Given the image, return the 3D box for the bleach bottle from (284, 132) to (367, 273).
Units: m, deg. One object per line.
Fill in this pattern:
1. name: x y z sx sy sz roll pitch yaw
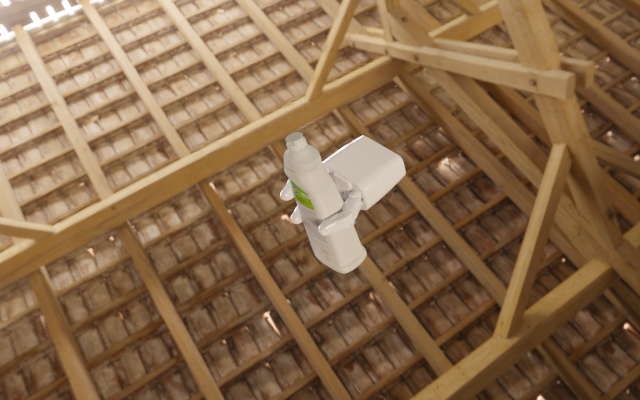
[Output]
1. bleach bottle: 0.000 0.003 0.797 0.068 0.251 0.102 -38 38 -24
